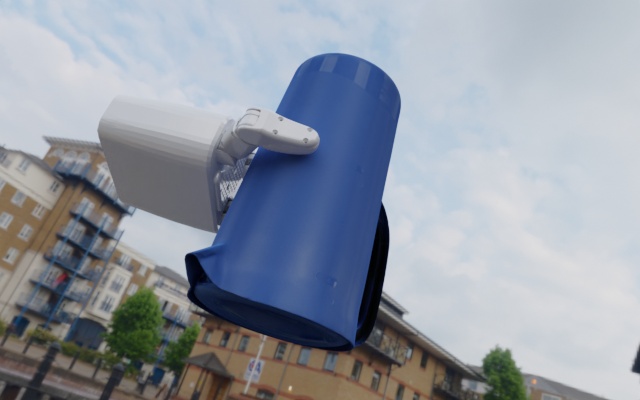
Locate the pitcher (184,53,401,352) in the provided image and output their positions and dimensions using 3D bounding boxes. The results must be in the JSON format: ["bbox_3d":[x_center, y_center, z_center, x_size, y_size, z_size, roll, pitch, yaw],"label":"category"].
[{"bbox_3d":[0.000,0.001,0.418,0.145,0.242,0.149,15,-25,9],"label":"pitcher"}]
